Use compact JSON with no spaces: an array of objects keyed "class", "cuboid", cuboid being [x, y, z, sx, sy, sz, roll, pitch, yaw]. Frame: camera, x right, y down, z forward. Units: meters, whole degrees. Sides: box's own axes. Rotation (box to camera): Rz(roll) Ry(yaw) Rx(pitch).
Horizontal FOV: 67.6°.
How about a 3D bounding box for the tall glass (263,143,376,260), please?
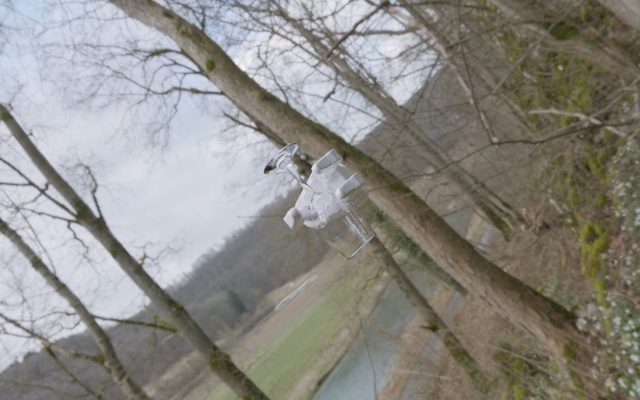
[{"class":"tall glass","cuboid":[0.000,0.002,0.779,0.079,0.201,0.079,-41,-10,-8]}]
